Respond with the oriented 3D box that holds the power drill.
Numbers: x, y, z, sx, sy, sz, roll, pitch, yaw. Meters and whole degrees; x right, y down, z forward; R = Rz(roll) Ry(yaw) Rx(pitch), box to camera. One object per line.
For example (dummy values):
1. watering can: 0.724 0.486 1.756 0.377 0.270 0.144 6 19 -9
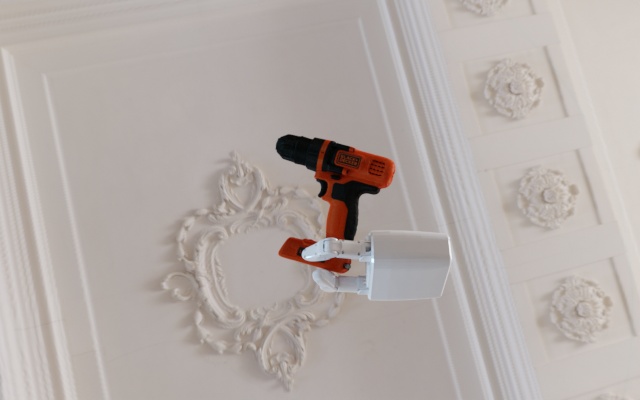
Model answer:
1. power drill: 0.000 0.003 0.704 0.184 0.187 0.057 16 -5 13
